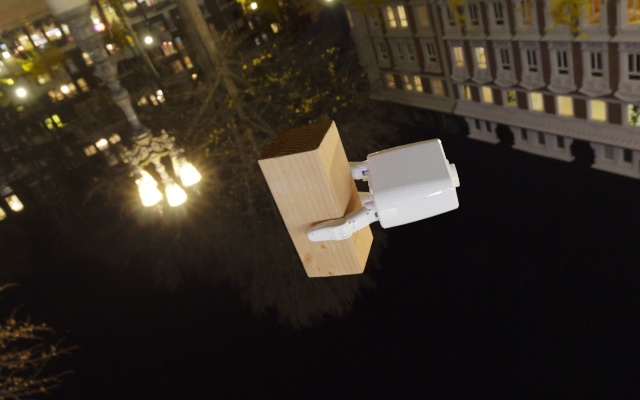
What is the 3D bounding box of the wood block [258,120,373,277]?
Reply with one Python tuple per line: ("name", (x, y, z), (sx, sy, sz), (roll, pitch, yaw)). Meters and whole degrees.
("wood block", (0.000, 0.002, 0.692), (0.090, 0.206, 0.090), (-8, 31, 23))
